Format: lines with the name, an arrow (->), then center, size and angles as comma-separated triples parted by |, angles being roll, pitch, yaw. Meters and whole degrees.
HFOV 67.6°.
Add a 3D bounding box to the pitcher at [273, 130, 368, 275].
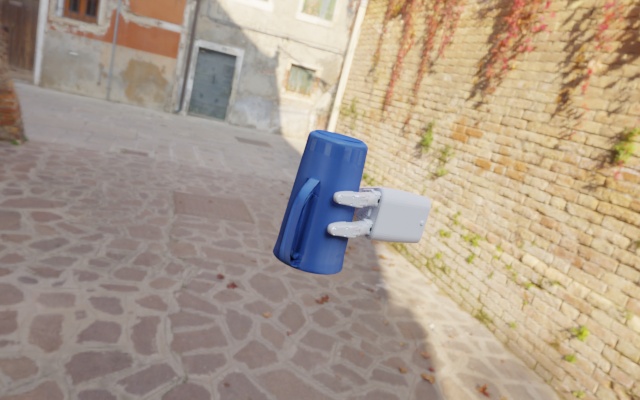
pitcher -> 0.000, 0.003, 0.852 | 0.145, 0.243, 0.149 | 9, 14, -20
